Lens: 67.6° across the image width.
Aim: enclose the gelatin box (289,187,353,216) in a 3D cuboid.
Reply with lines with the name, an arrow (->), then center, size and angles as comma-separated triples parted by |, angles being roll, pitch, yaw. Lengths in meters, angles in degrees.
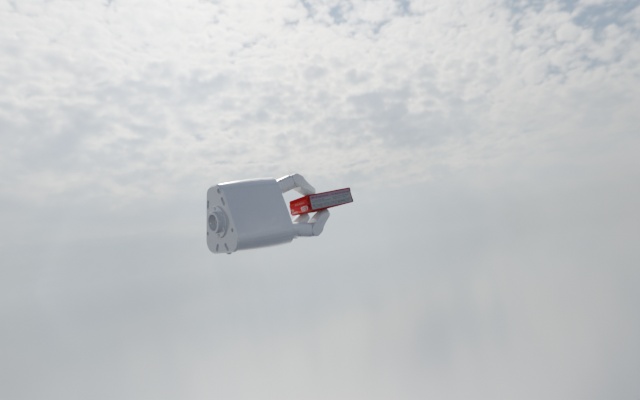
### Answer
gelatin box -> 0.000, 0.002, 0.834 | 0.089, 0.030, 0.073 | -12, -2, -30
